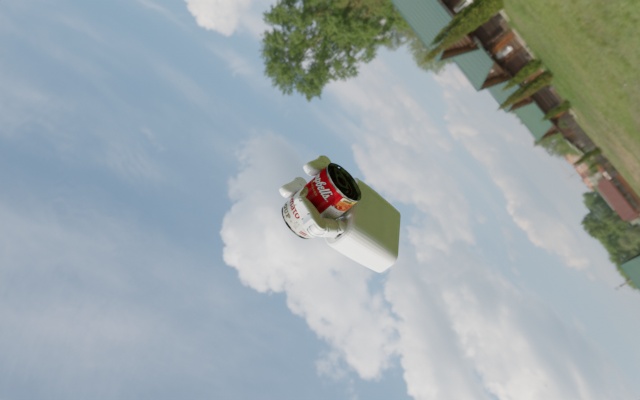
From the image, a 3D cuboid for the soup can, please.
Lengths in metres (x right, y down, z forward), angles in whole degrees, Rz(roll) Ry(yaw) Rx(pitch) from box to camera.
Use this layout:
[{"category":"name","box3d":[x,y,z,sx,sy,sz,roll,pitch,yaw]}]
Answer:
[{"category":"soup can","box3d":[0.000,0.002,0.698,0.102,0.068,0.068,-40,-21,27]}]
